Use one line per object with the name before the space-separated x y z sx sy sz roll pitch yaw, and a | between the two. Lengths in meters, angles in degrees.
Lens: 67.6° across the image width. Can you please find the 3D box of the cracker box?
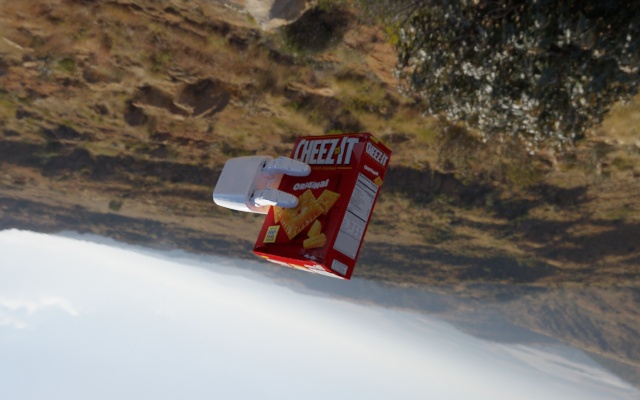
cracker box | 0.000 0.003 0.747 0.164 0.213 0.072 5 -21 45
